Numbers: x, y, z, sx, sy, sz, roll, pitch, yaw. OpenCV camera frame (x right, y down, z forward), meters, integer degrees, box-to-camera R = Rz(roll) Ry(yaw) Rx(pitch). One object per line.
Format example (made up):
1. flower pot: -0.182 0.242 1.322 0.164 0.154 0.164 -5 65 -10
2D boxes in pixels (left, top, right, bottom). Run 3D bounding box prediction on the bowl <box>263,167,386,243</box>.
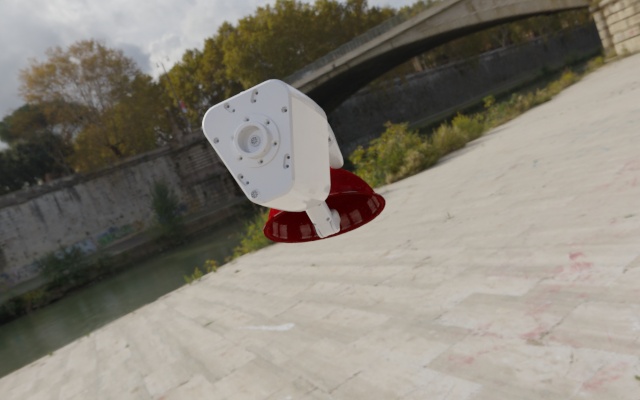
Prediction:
1. bowl: 0.000 0.002 0.624 0.162 0.055 0.162 -12 -22 -5
